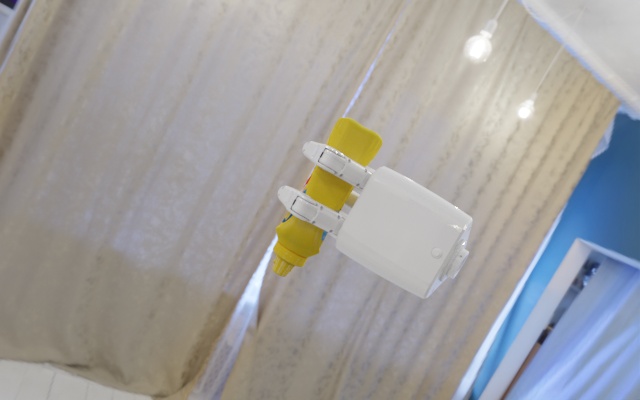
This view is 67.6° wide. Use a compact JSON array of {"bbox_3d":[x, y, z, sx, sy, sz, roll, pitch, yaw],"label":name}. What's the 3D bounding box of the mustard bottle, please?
[{"bbox_3d":[0.000,0.001,0.546,0.058,0.191,0.096,30,3,-2],"label":"mustard bottle"}]
